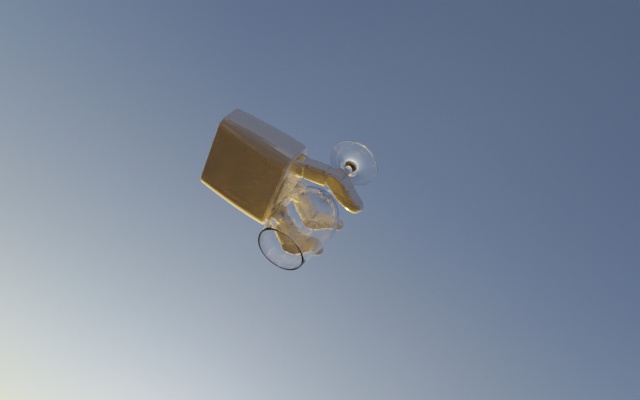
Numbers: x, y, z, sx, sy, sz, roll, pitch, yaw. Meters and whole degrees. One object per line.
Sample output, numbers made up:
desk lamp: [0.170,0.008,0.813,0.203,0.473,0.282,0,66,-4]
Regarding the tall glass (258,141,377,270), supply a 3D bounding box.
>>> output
tall glass: [0.001,0.002,0.616,0.079,0.079,0.201,0,34,34]
